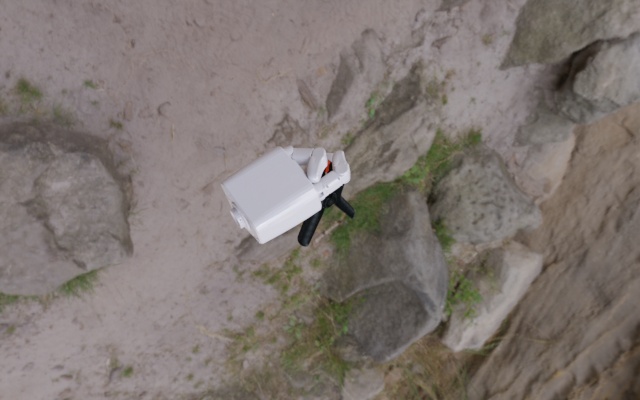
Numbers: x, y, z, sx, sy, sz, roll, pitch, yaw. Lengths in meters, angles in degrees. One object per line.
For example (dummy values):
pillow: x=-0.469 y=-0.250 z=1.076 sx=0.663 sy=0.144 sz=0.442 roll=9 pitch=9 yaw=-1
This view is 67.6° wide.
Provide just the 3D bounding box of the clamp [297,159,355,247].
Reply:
clamp: x=0.001 y=0.003 z=0.797 sx=0.120 sy=0.172 sz=0.039 roll=-40 pitch=50 yaw=-21
